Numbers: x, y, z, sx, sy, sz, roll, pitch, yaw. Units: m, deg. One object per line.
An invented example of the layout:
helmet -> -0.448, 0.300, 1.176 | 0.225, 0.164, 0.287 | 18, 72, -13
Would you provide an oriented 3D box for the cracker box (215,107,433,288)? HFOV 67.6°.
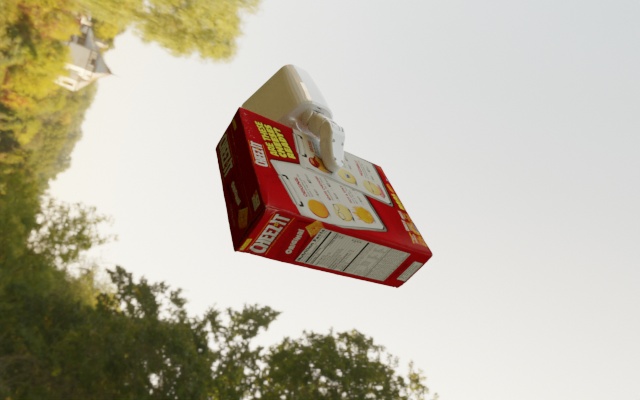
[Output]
cracker box -> 0.000, 0.002, 0.529 | 0.214, 0.072, 0.164 | 18, 33, -33
